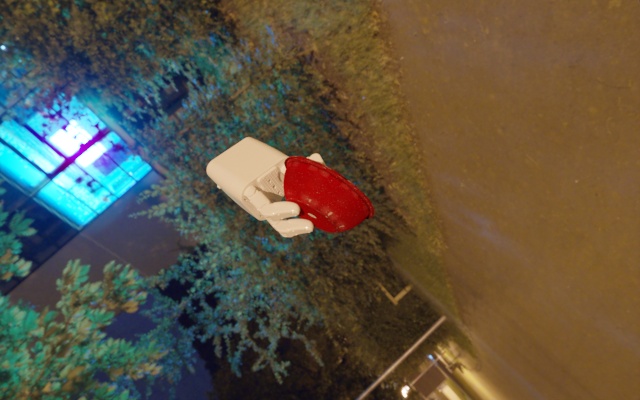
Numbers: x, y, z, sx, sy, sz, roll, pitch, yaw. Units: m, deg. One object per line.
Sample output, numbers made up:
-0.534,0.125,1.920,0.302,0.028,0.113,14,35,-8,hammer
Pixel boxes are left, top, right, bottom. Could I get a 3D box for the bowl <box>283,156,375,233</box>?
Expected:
0.001,0.003,0.730,0.162,0.055,0.162,29,-17,10,bowl
